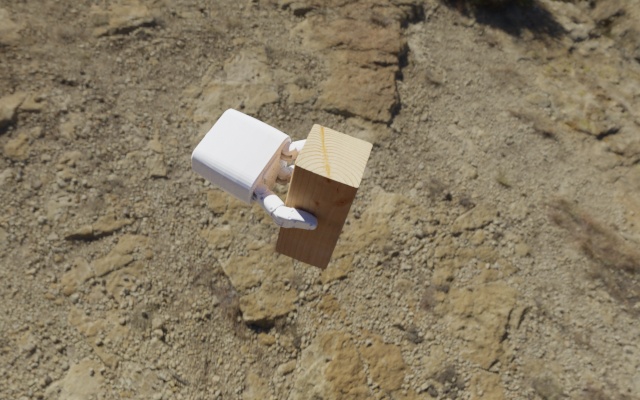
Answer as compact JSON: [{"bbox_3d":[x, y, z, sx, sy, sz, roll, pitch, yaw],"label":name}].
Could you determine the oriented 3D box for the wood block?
[{"bbox_3d":[0.000,0.002,0.714,0.090,0.090,0.206,20,-40,3],"label":"wood block"}]
